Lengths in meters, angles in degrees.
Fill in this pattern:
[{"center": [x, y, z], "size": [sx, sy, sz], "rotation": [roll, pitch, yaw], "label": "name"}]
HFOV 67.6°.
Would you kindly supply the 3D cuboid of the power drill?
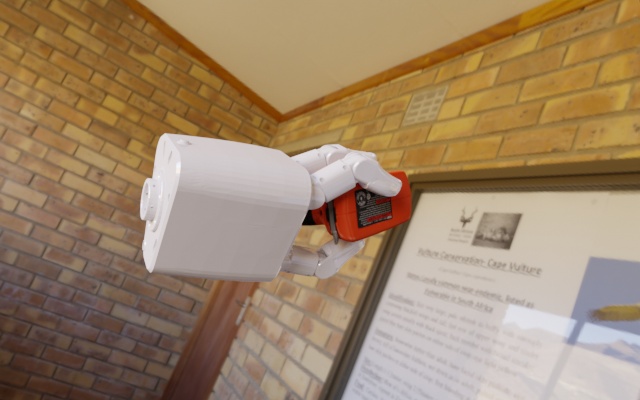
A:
[{"center": [0.000, 0.002, 0.515], "size": [0.187, 0.057, 0.184], "rotation": [-2, 10, 45], "label": "power drill"}]
